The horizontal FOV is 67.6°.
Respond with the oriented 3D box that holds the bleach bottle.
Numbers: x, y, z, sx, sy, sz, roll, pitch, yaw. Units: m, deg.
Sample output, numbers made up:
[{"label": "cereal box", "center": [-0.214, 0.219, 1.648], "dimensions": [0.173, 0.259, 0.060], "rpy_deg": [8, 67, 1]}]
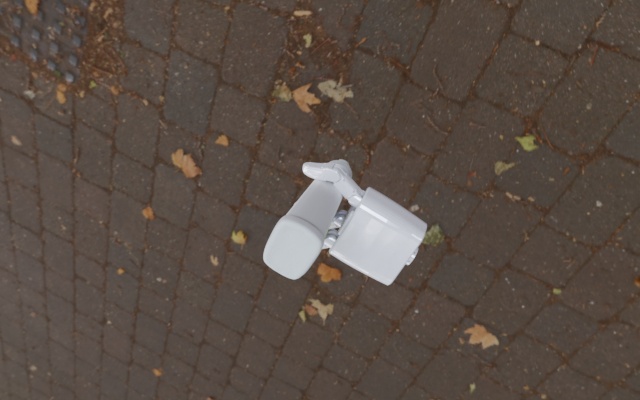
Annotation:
[{"label": "bleach bottle", "center": [0.000, 0.002, 0.721], "dimensions": [0.068, 0.103, 0.250], "rpy_deg": [31, 39, 0]}]
